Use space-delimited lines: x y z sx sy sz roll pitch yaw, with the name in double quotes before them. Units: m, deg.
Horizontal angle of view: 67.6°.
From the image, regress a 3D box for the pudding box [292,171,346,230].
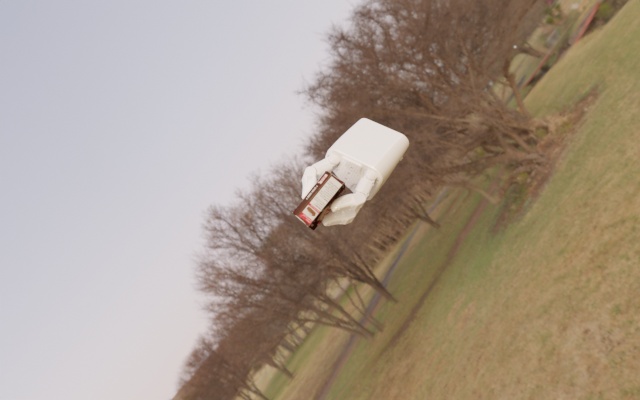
"pudding box" 0.000 0.002 0.784 0.039 0.090 0.113 38 -2 9
